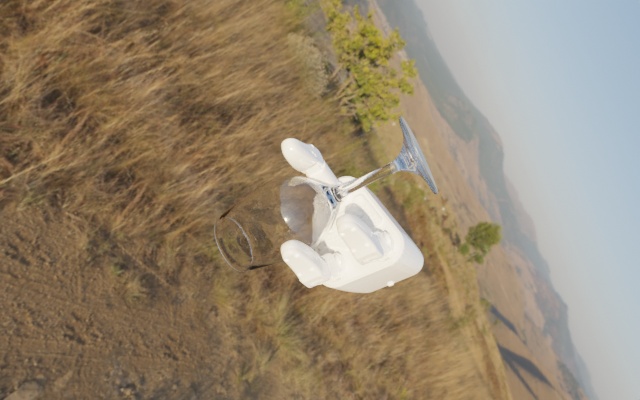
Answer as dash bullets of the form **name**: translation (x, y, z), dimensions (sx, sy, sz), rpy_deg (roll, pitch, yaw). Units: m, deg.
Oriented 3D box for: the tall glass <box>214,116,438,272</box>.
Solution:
- **tall glass**: translation (0.001, 0.001, 0.442), dimensions (0.201, 0.079, 0.079), rpy_deg (-25, -8, 17)
